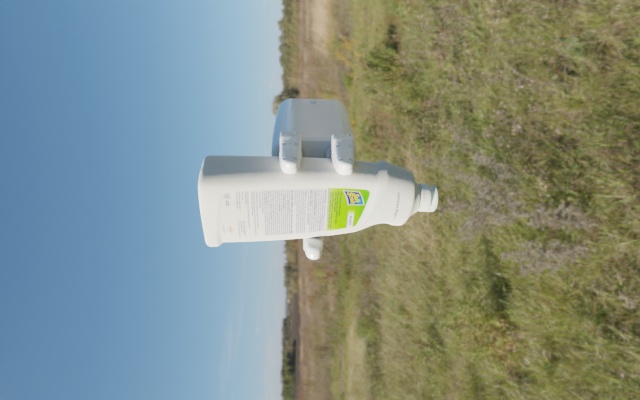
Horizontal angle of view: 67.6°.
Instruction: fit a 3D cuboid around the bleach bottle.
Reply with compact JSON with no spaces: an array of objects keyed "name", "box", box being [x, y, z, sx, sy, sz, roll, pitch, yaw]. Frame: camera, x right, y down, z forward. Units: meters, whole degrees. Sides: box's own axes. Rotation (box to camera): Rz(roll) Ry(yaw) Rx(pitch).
[{"name":"bleach bottle","box":[0.000,0.002,0.525,0.251,0.103,0.068,1,41,-3]}]
